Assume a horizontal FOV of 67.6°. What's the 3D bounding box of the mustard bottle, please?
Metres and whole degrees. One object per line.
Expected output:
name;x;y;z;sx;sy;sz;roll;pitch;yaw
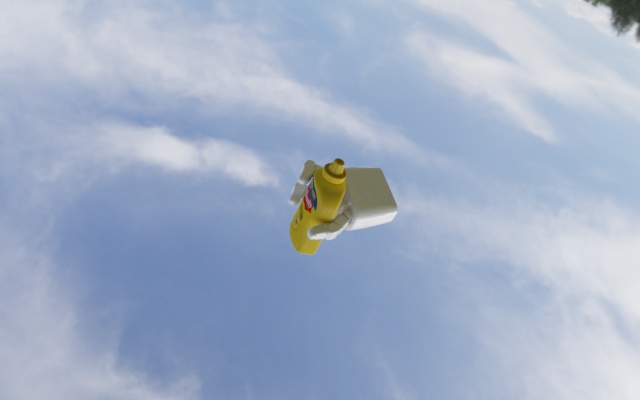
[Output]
mustard bottle;0.000;0.003;0.845;0.058;0.192;0.096;12;41;-17
